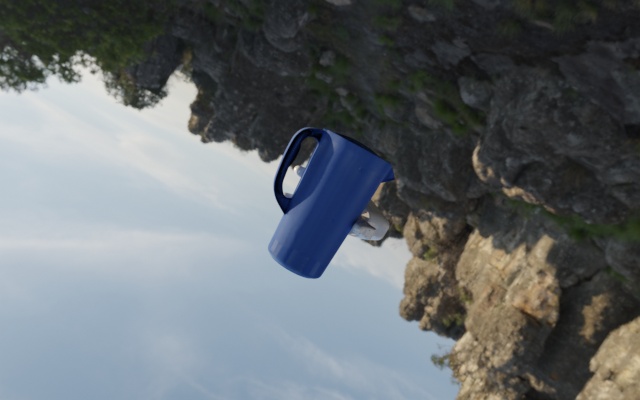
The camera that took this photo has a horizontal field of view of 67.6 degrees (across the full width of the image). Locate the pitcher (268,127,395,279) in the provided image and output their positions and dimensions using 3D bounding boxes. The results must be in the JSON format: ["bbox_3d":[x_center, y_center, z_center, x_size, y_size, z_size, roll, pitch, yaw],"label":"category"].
[{"bbox_3d":[0.000,0.003,0.820,0.149,0.243,0.145,33,7,30],"label":"pitcher"}]
